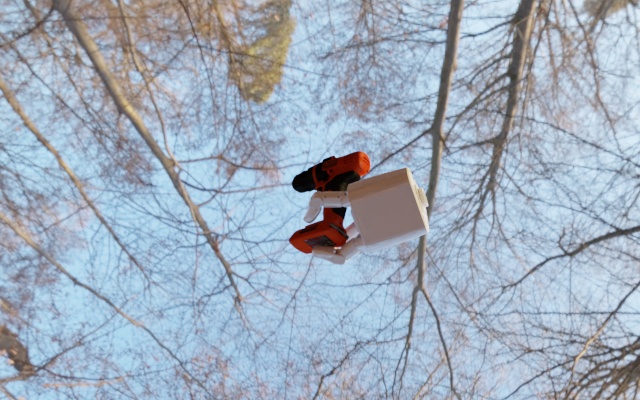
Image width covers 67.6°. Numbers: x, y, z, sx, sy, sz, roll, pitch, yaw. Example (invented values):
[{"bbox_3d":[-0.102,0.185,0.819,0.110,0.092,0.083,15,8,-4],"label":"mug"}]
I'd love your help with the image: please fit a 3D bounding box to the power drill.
[{"bbox_3d":[0.000,0.003,0.885,0.184,0.187,0.057,-19,-44,40],"label":"power drill"}]
